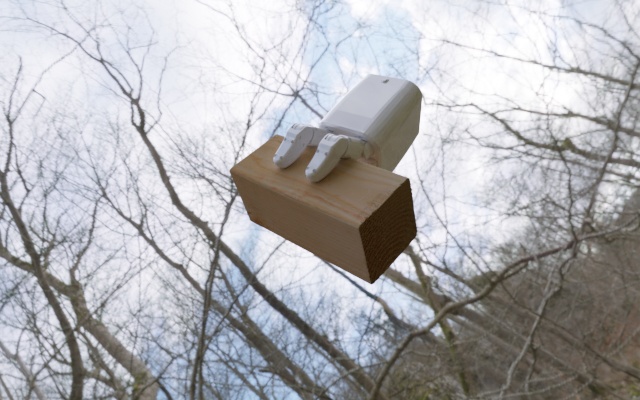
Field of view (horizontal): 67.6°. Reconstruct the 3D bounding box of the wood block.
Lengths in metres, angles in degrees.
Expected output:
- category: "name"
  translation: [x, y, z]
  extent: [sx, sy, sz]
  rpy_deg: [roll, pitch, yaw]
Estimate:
- category: "wood block"
  translation: [0.000, 0.002, 0.567]
  extent: [0.206, 0.091, 0.090]
  rpy_deg: [23, 53, 39]
